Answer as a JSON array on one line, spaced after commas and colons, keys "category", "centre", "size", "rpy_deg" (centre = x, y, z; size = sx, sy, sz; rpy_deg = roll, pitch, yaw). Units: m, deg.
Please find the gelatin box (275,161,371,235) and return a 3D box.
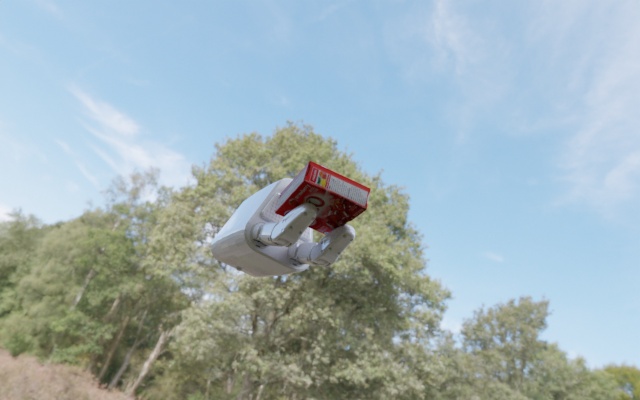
[{"category": "gelatin box", "centre": [0.000, 0.001, 0.517], "size": [0.073, 0.030, 0.089], "rpy_deg": [24, -32, -16]}]
